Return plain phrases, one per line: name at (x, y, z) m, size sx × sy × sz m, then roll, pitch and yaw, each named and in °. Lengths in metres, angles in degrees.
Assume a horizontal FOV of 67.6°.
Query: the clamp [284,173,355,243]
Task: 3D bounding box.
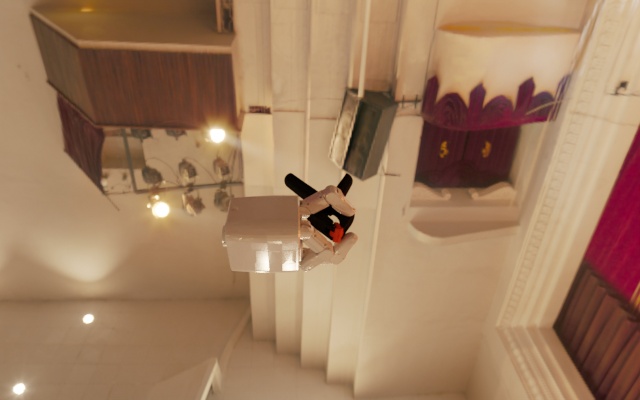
clamp at (0.000, 0.003, 0.778) m, size 0.120 × 0.039 × 0.171 m, roll 0°, pitch 33°, yaw -3°
